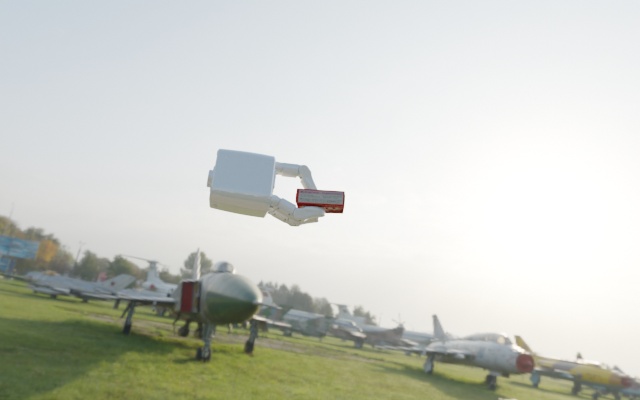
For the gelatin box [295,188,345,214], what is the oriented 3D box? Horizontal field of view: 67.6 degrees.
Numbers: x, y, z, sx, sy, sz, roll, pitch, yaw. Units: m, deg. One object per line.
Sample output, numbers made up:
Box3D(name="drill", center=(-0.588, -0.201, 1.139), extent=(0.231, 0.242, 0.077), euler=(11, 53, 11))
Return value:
Box3D(name="gelatin box", center=(0.001, 0.002, 0.884), extent=(0.089, 0.030, 0.073), euler=(2, -14, 1))
